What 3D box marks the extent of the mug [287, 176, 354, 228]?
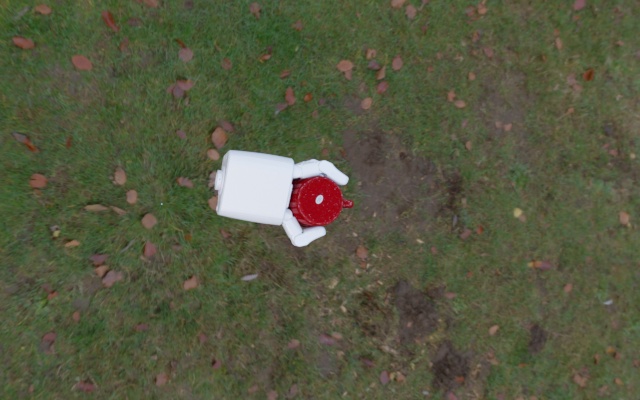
[{"bbox_3d":[0.002,0.003,0.813,0.117,0.093,0.081,8,-3,-17],"label":"mug"}]
